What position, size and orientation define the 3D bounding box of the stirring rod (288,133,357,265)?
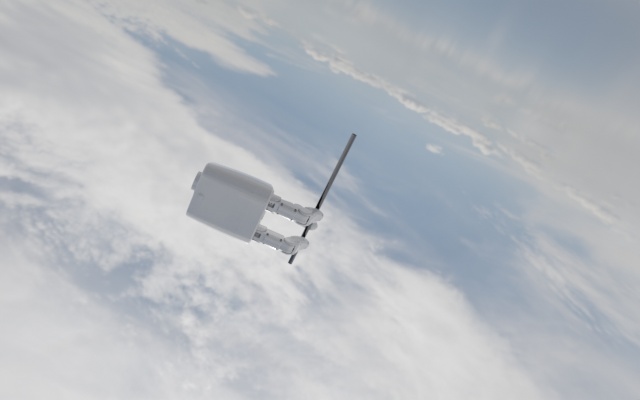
[{"bbox_3d":[0.000,0.002,0.758,0.011,0.239,0.011,24,19,-9],"label":"stirring rod"}]
